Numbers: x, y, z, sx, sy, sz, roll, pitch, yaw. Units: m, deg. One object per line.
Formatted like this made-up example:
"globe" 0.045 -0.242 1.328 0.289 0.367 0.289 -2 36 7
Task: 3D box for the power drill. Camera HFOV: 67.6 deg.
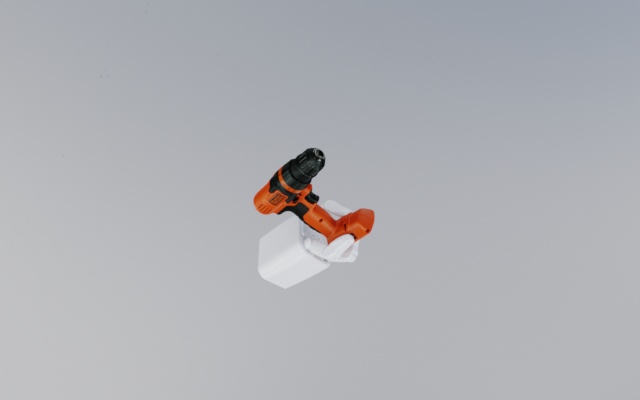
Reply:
"power drill" 0.000 0.003 0.818 0.188 0.057 0.184 34 -42 -19
